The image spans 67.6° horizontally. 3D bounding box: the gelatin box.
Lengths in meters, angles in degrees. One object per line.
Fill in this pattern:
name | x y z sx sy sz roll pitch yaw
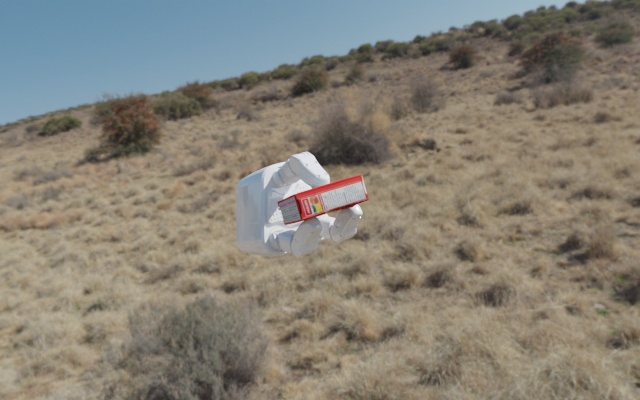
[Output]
gelatin box | 0.000 0.001 0.504 0.073 0.030 0.089 -16 -2 -17
